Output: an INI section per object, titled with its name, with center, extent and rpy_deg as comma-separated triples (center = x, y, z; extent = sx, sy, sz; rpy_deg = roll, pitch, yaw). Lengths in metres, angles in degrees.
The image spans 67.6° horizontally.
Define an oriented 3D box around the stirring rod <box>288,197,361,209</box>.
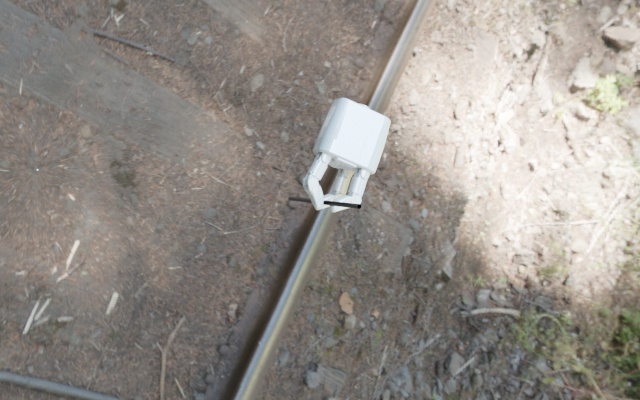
[stirring rod]
center = 0.000, 0.003, 0.855
extent = 0.011, 0.011, 0.239
rpy_deg = 0, 3, -31
